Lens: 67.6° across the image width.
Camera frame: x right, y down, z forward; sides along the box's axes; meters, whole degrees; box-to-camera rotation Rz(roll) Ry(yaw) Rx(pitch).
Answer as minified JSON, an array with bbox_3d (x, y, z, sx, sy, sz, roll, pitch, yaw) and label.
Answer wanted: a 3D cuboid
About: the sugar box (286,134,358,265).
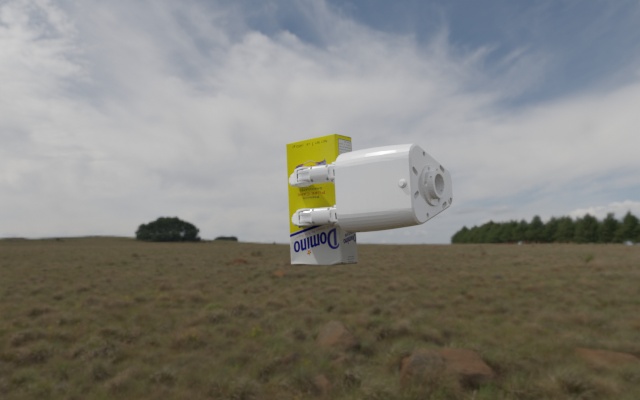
[{"bbox_3d":[0.000,0.002,0.670,0.093,0.176,0.048,-7,-8,38],"label":"sugar box"}]
